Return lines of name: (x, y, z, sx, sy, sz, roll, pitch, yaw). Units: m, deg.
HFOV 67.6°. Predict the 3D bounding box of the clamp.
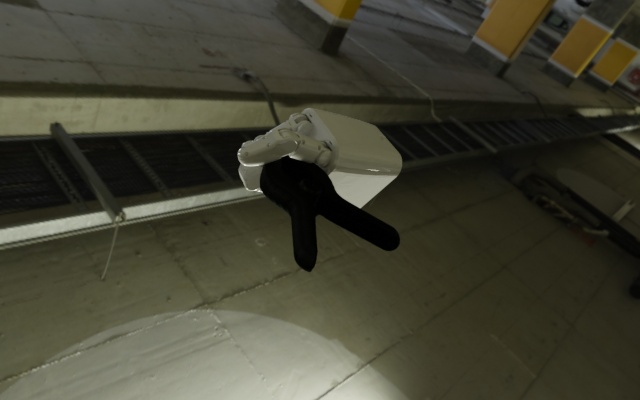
clamp: (0.000, 0.002, 0.481, 0.120, 0.039, 0.171, 5, 39, -37)
